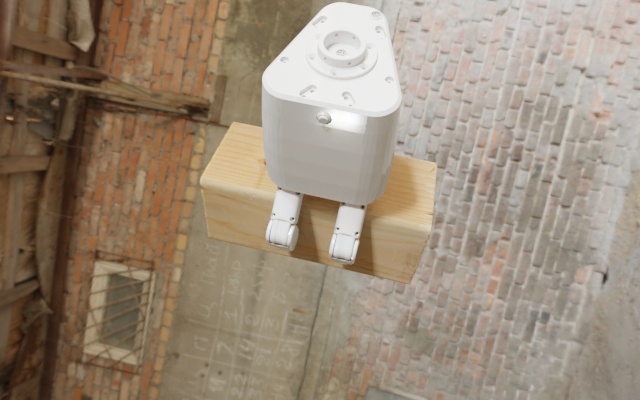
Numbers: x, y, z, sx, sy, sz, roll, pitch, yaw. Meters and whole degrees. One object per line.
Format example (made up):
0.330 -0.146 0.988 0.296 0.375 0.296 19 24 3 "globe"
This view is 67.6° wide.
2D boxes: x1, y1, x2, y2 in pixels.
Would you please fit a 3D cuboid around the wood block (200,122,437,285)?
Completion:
0.000 0.001 0.471 0.206 0.090 0.090 13 -42 6 "wood block"
